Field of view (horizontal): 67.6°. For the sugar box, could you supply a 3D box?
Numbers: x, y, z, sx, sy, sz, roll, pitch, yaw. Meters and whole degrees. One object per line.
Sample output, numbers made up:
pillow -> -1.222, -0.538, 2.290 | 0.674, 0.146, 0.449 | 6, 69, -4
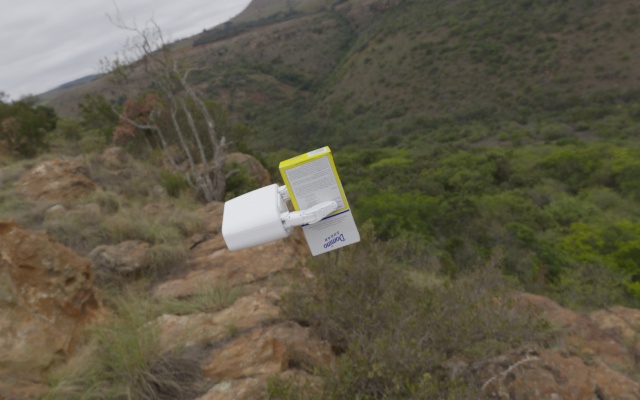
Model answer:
sugar box -> 0.000, 0.003, 0.850 | 0.093, 0.176, 0.048 | -18, 20, 4
